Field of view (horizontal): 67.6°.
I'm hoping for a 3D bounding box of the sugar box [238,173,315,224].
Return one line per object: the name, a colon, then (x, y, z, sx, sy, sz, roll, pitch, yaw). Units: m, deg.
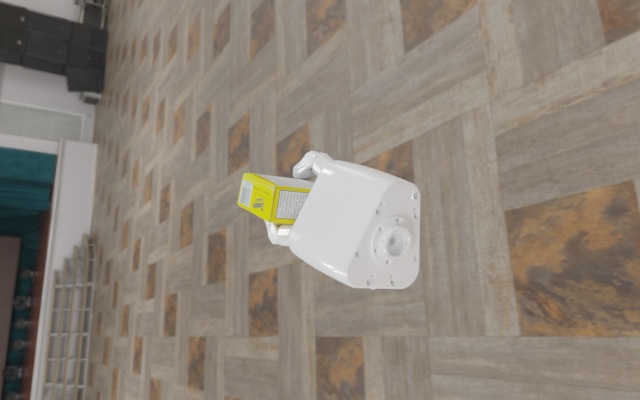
sugar box: (0.000, 0.002, 0.576, 0.176, 0.048, 0.093, 8, 8, -32)
